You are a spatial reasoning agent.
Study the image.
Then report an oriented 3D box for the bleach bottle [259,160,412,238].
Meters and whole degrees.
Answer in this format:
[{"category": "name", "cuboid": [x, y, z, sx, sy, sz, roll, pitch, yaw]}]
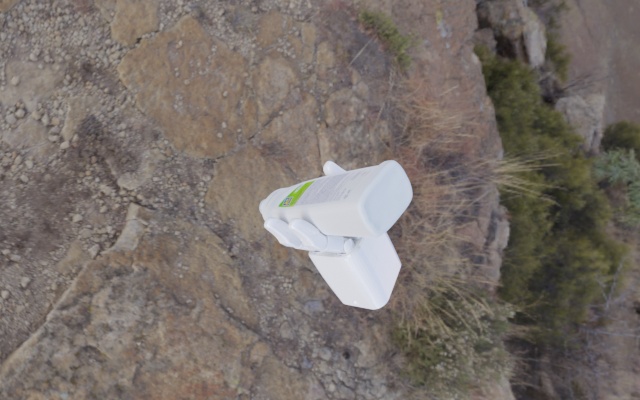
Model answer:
[{"category": "bleach bottle", "cuboid": [0.000, 0.002, 0.673, 0.251, 0.068, 0.102, -2, 36, 50]}]
